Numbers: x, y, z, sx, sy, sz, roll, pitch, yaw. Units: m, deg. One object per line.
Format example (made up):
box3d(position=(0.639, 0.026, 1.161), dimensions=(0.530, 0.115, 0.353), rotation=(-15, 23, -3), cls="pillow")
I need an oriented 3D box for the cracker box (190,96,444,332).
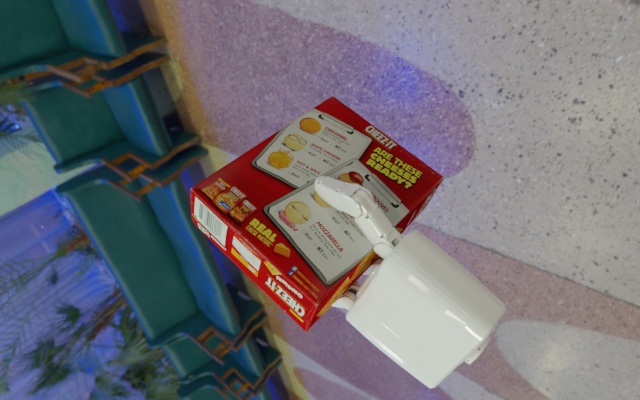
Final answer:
box3d(position=(0.000, 0.002, 0.501), dimensions=(0.213, 0.164, 0.072), rotation=(-40, -19, -34), cls="cracker box")
